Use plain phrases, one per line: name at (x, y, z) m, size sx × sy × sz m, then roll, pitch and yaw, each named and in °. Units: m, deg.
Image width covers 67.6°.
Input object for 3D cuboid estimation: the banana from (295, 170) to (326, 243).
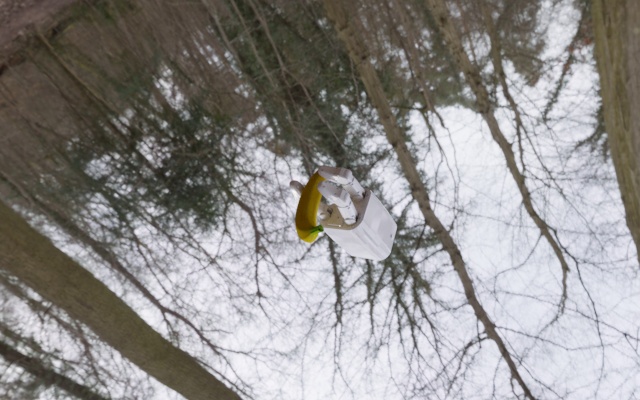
banana at (-0.014, 0.015, 0.828) m, size 0.070 × 0.037 × 0.197 m, roll -36°, pitch 27°, yaw 22°
